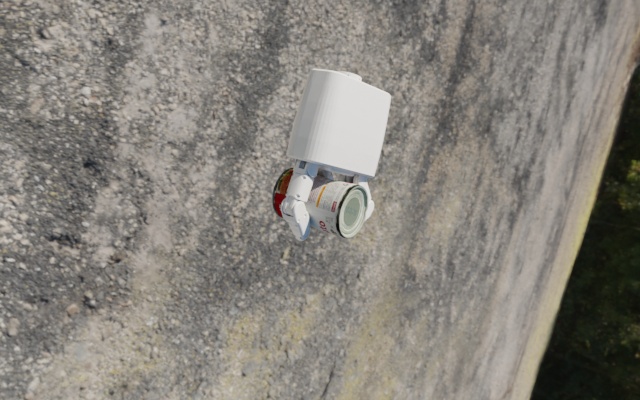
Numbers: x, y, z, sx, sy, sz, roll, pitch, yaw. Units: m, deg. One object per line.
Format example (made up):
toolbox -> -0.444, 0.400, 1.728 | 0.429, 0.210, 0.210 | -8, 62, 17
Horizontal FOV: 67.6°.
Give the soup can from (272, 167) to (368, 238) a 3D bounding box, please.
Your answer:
soup can -> 0.000, 0.002, 0.594 | 0.102, 0.068, 0.068 | 16, 9, 33
